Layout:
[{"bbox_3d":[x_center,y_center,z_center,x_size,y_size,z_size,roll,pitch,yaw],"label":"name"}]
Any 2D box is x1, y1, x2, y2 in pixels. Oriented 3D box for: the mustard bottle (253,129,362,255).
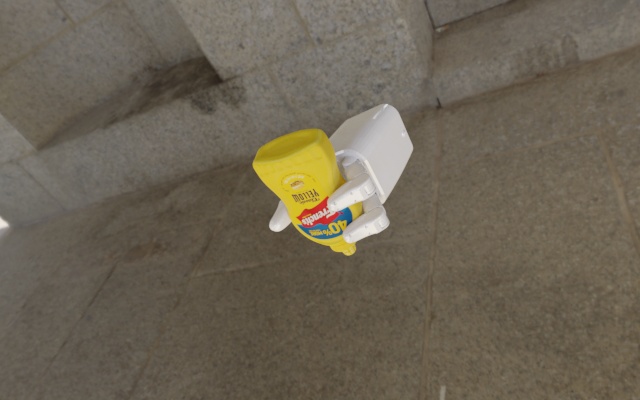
[{"bbox_3d":[0.000,0.002,0.615,0.096,0.192,0.058,-15,37,23],"label":"mustard bottle"}]
